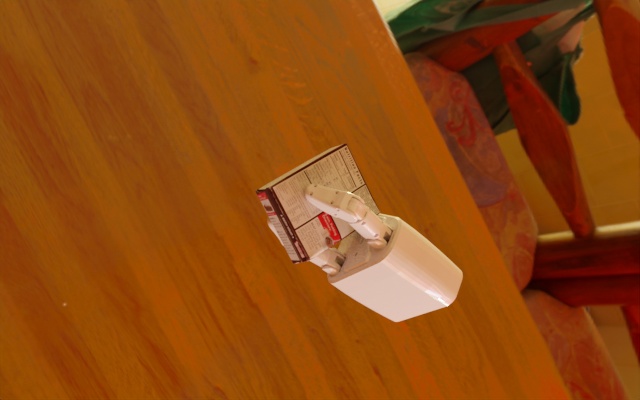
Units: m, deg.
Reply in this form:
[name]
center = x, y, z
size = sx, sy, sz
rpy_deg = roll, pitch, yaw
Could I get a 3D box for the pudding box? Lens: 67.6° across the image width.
[pudding box]
center = 0.000, 0.002, 0.513
size = 0.113, 0.090, 0.039
rpy_deg = -32, 9, -32
